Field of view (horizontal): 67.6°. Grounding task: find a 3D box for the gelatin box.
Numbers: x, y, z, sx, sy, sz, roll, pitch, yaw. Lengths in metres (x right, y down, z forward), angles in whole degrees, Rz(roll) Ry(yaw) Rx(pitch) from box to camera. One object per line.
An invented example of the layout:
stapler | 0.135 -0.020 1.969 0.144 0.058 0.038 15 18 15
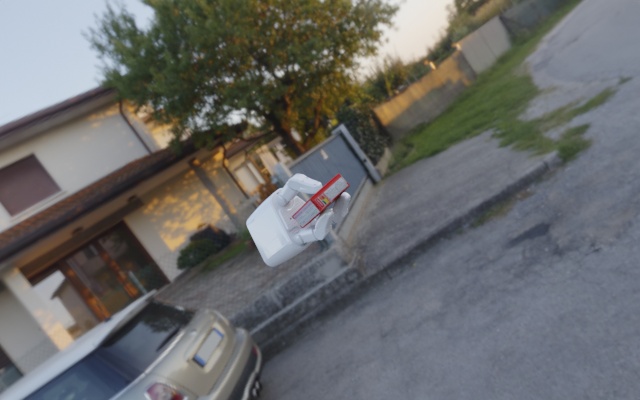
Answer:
gelatin box | 0.000 0.002 0.777 0.073 0.030 0.089 -41 -2 -31
